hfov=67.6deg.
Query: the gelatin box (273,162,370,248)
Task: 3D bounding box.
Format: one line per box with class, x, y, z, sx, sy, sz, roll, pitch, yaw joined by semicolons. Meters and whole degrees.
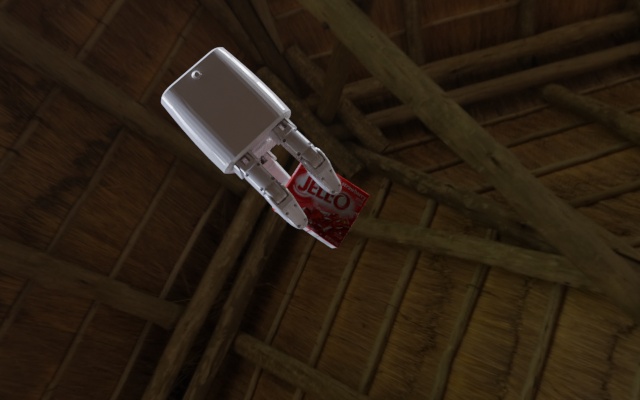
gelatin box;0.000;0.002;0.552;0.089;0.073;0.030;33;-10;-7
